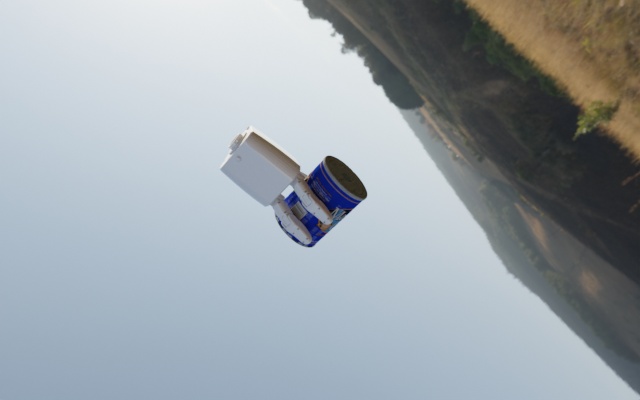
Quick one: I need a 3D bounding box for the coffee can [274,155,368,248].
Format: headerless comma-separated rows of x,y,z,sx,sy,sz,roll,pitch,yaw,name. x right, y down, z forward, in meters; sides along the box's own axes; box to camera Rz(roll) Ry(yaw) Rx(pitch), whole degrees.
0.000,0.003,0.864,0.140,0.102,0.103,-44,-20,22,coffee can
